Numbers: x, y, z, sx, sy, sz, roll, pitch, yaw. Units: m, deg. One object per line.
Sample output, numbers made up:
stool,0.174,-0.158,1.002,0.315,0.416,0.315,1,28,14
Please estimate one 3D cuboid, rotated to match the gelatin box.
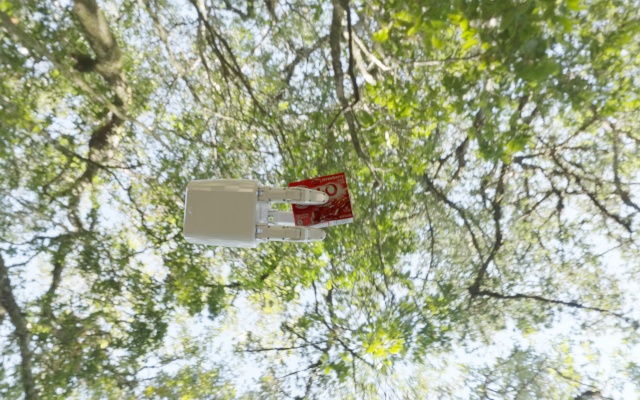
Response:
gelatin box,0.000,0.002,0.721,0.089,0.073,0.030,-10,-17,0
